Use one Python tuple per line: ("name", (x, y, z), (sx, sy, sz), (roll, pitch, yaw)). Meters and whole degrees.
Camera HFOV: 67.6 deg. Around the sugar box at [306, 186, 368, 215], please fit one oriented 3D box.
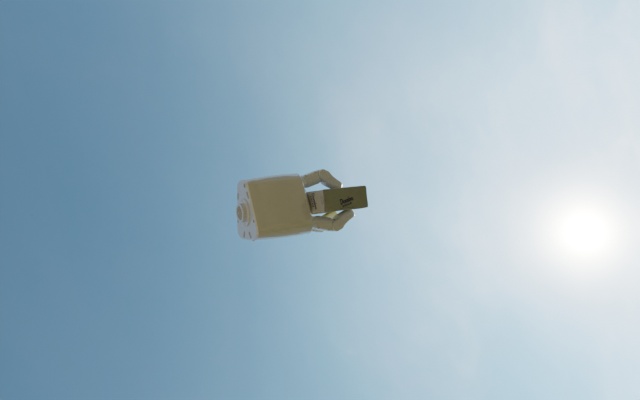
("sugar box", (0.000, 0.004, 0.895), (0.093, 0.048, 0.176), (-6, 2, -31))
